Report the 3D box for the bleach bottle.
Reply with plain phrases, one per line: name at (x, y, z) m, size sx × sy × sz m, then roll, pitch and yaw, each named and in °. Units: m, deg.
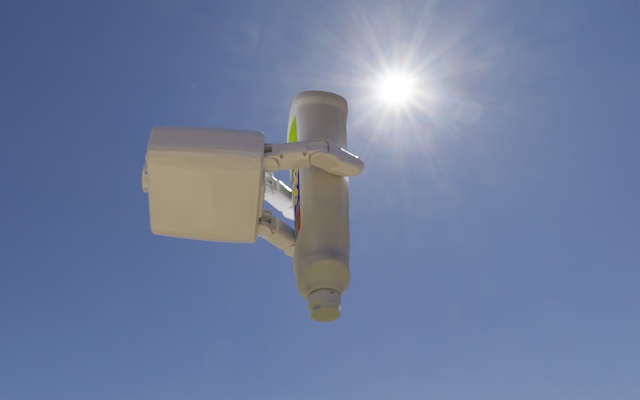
bleach bottle at (0.000, 0.002, 0.503) m, size 0.068 × 0.250 × 0.103 m, roll 4°, pitch -40°, yaw -9°
